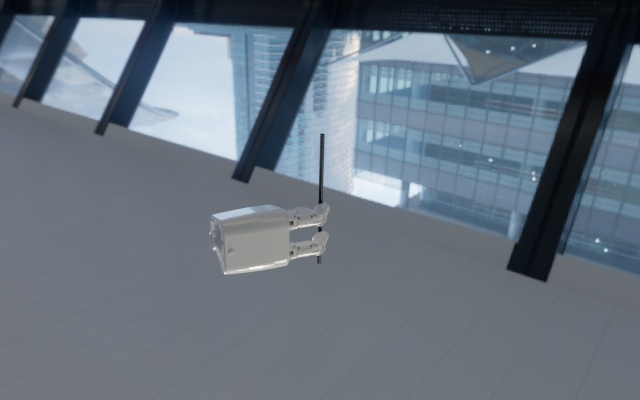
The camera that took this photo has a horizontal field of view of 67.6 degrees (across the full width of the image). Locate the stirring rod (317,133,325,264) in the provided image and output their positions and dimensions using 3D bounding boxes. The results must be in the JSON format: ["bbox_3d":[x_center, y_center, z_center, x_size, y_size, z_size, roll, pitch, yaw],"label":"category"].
[{"bbox_3d":[0.000,0.003,0.824,0.011,0.240,0.011,1,23,-1],"label":"stirring rod"}]
